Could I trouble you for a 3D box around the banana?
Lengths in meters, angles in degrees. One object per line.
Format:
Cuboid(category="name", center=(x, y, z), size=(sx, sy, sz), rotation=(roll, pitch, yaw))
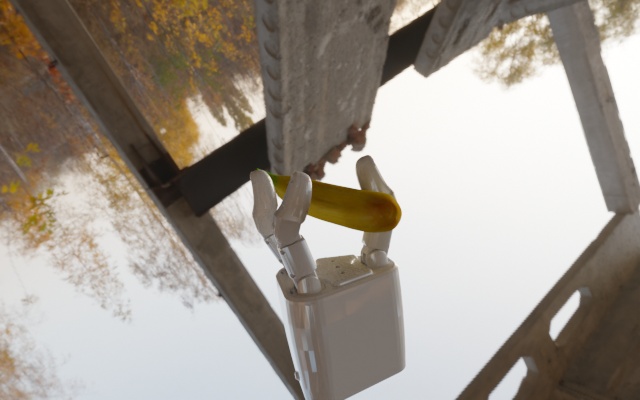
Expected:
Cuboid(category="banana", center=(0.013, 0.003, 0.424), size=(0.069, 0.037, 0.198), rotation=(10, 2, -38))
